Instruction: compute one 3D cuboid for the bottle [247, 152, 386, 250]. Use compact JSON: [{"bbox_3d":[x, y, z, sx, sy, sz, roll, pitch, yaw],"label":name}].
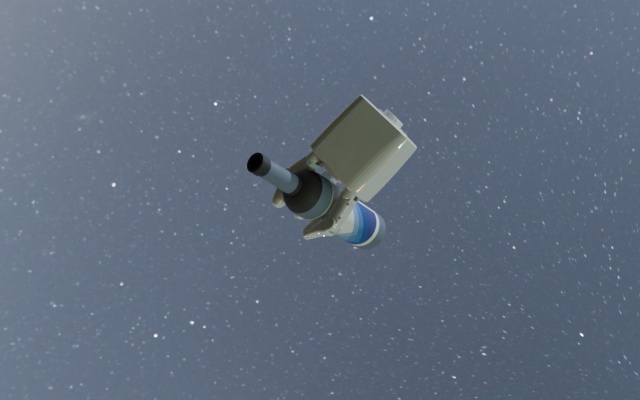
[{"bbox_3d":[0.000,0.002,0.704,0.069,0.069,0.296,0,-20,36],"label":"bottle"}]
